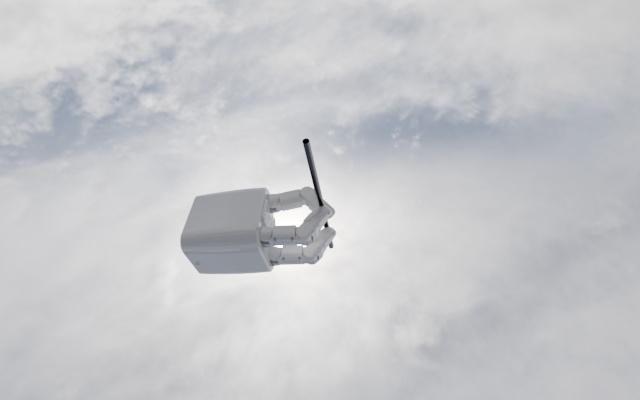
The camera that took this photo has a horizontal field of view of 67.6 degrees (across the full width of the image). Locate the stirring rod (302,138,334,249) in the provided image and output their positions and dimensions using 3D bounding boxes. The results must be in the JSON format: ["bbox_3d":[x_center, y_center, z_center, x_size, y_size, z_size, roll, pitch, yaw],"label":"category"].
[{"bbox_3d":[0.000,0.002,0.622,0.011,0.011,0.240,0,-34,9],"label":"stirring rod"}]
